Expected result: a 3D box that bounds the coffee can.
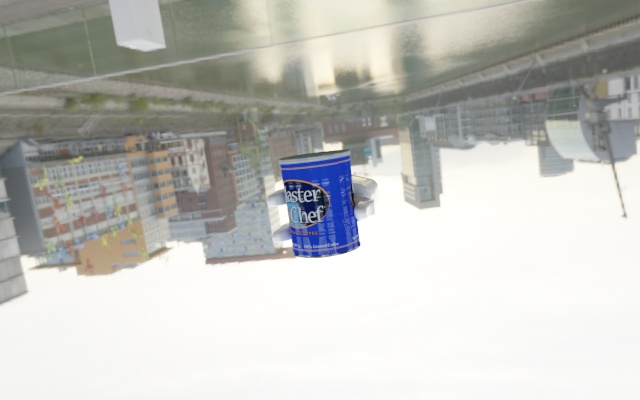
[{"bbox_3d":[0.000,0.002,0.692,0.103,0.140,0.103,-7,8,1],"label":"coffee can"}]
